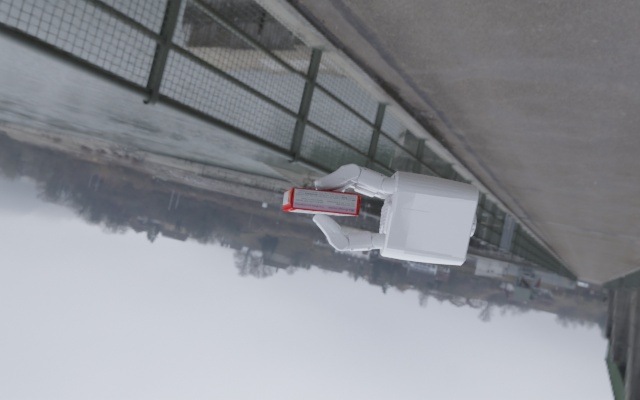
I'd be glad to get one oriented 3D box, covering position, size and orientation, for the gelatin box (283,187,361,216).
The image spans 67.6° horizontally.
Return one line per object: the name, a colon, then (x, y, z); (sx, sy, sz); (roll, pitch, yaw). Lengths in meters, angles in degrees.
gelatin box: (0.000, 0.002, 0.619); (0.089, 0.030, 0.073); (5, -3, -12)
